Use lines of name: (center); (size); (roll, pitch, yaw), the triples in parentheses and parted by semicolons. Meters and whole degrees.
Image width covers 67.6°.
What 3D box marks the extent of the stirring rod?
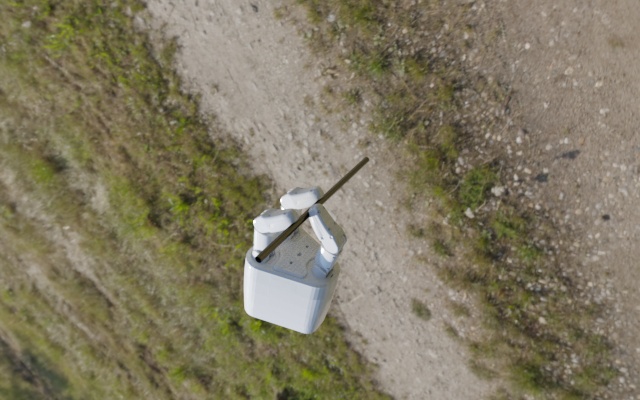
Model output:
stirring rod: (0.000, 0.002, 0.564); (0.011, 0.011, 0.239); (0, 29, 37)
